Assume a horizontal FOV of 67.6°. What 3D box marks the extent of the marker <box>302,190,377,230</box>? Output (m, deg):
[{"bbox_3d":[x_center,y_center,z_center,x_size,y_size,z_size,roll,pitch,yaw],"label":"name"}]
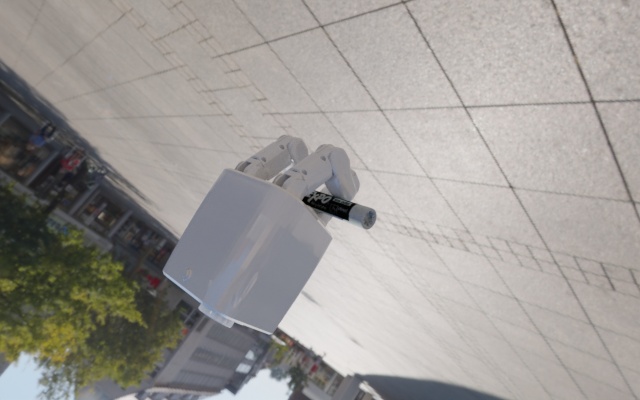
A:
[{"bbox_3d":[0.000,0.001,0.437,0.020,0.020,0.121,0,14,-44],"label":"marker"}]
